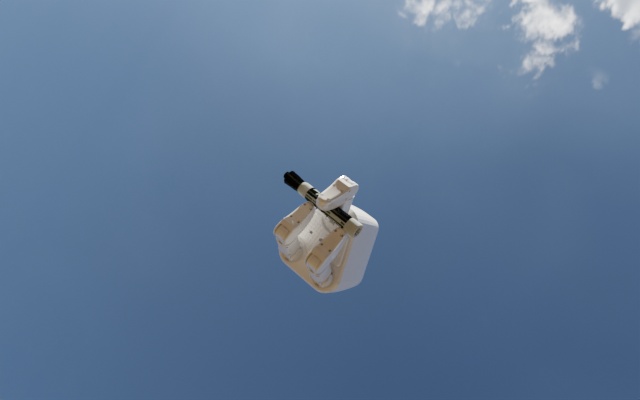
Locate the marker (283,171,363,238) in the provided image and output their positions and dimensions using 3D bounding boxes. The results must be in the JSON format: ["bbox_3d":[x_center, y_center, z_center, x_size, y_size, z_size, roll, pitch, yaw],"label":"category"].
[{"bbox_3d":[0.000,0.002,0.575,0.121,0.020,0.020,38,17,23],"label":"marker"}]
